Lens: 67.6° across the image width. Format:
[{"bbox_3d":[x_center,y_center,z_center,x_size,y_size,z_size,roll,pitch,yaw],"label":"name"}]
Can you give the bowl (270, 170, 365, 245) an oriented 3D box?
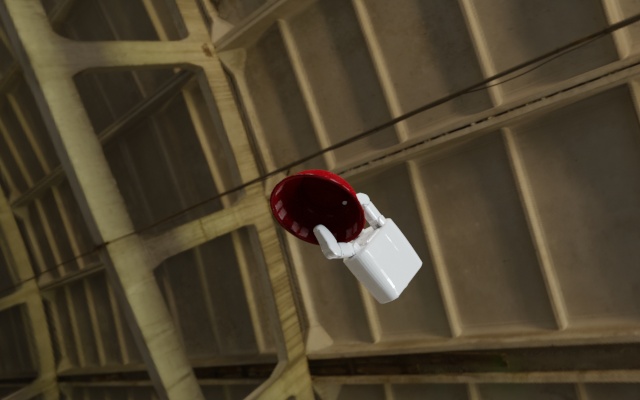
[{"bbox_3d":[0.000,0.001,0.796,0.162,0.162,0.055,0,43,20],"label":"bowl"}]
